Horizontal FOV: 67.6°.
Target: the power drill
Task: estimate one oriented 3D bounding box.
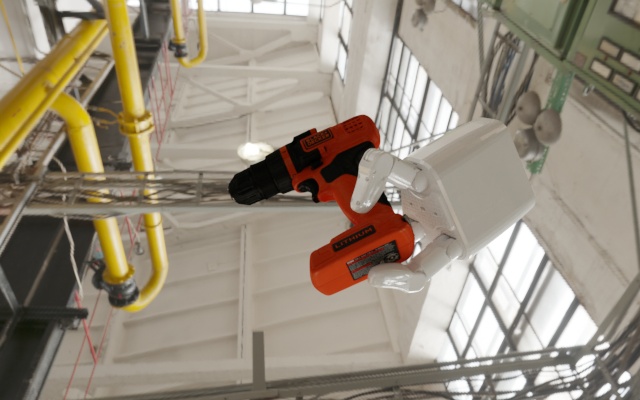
[{"bbox_3d":[0.000,0.002,0.500,0.184,0.187,0.057,-26,-40,3],"label":"power drill"}]
